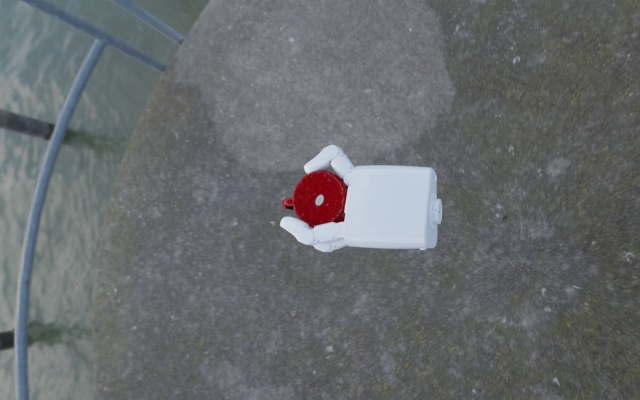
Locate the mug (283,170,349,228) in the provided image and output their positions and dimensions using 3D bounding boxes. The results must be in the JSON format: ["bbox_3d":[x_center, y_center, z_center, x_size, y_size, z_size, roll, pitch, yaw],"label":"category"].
[{"bbox_3d":[-0.001,0.002,0.698,0.117,0.093,0.081,0,-7,22],"label":"mug"}]
